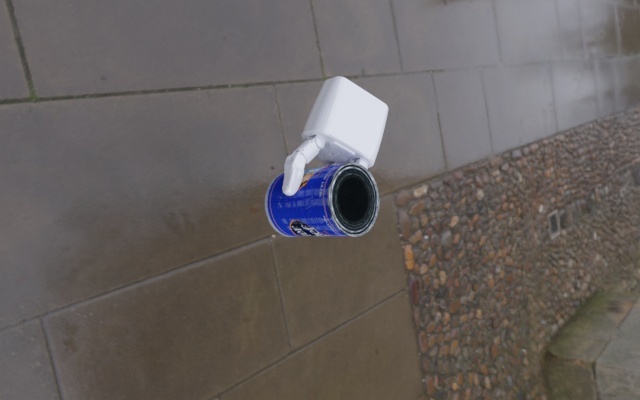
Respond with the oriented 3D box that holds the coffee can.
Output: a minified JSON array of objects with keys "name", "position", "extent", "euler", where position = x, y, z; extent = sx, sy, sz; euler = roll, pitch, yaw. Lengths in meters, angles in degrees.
[{"name":"coffee can","position":[0.000,0.002,0.704],"extent":[0.103,0.103,0.140],"euler":[0,-3,-43]}]
